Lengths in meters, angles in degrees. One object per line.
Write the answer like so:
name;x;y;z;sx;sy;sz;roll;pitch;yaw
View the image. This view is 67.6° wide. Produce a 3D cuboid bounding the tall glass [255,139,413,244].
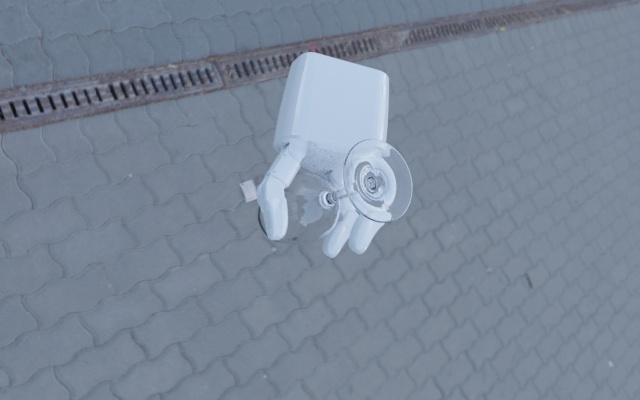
tall glass;0.000;0.002;0.492;0.079;0.079;0.201;0;-11;-31
